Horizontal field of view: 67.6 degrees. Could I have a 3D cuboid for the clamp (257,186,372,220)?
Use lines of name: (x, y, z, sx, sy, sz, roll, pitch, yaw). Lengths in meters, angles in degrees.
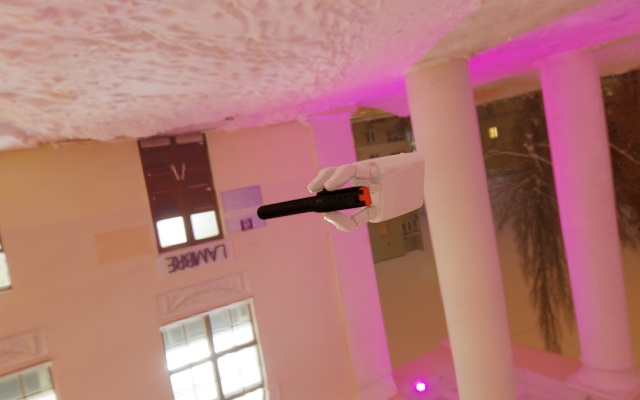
clamp: (0.001, 0.003, 0.796, 0.164, 0.036, 0.210, -17, 8, -31)
